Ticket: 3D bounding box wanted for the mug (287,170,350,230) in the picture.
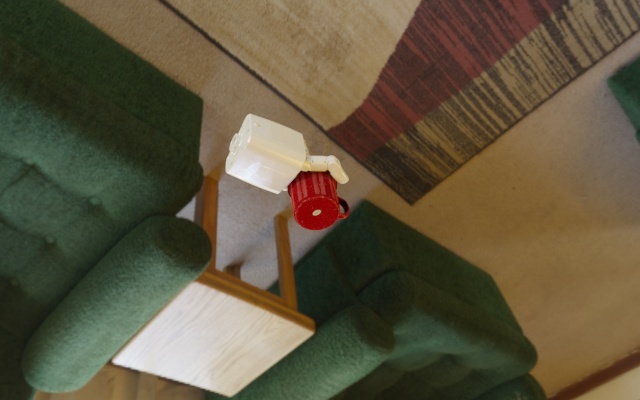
[{"bbox_3d":[0.001,0.003,0.856,0.117,0.093,0.081,21,33,-24],"label":"mug"}]
